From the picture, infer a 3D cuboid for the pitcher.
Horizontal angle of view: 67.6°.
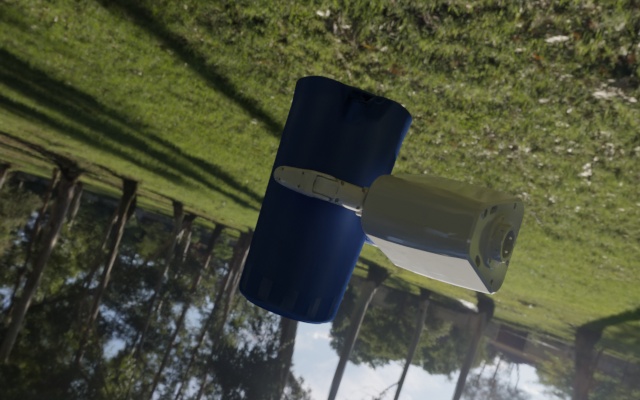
[{"bbox_3d":[0.000,0.002,0.527,0.145,0.243,0.149,16,-5,41],"label":"pitcher"}]
